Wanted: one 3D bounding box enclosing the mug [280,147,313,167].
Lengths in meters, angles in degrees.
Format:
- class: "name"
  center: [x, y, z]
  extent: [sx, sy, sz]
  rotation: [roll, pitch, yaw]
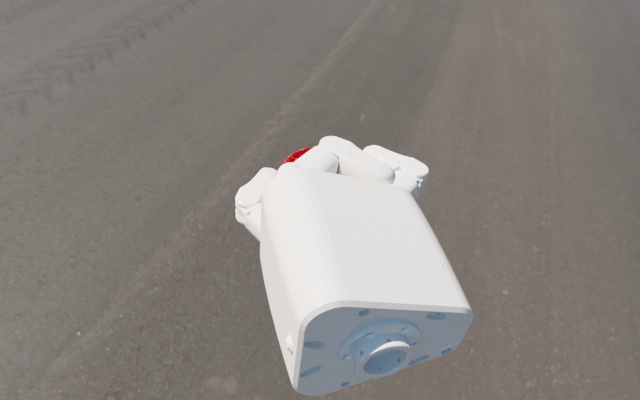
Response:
- class: "mug"
  center: [0.000, 0.000, 0.407]
  extent: [0.093, 0.082, 0.117]
  rotation: [-6, 43, -15]
